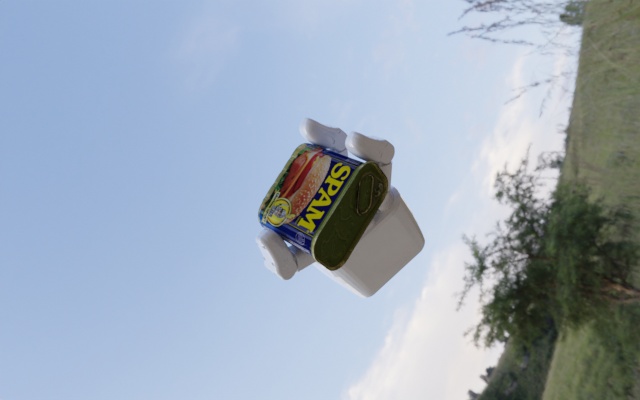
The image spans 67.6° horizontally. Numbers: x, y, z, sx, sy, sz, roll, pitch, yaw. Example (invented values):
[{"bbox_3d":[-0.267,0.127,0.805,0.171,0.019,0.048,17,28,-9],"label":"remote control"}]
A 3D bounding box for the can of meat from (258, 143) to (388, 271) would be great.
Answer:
[{"bbox_3d":[0.000,0.001,0.450,0.084,0.102,0.057,25,-12,39],"label":"can of meat"}]
